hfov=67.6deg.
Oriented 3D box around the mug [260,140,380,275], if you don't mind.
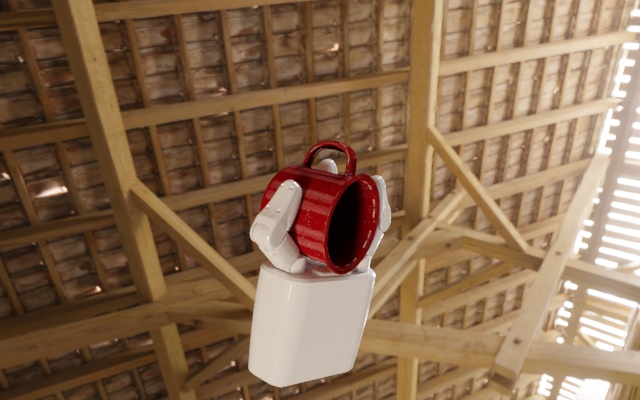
[{"bbox_3d":[0.000,0.000,0.447,0.081,0.117,0.093,15,9,33],"label":"mug"}]
